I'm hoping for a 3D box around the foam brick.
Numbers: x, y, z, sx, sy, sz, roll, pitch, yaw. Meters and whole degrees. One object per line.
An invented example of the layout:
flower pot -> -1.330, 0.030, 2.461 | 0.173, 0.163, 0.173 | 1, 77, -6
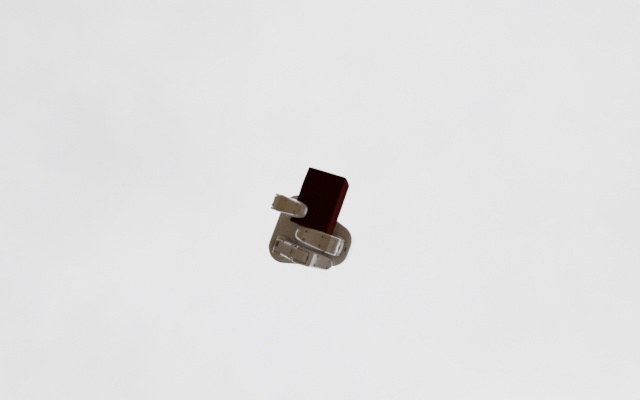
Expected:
foam brick -> 0.000, 0.002, 0.637 | 0.053, 0.078, 0.051 | 20, -3, 12
